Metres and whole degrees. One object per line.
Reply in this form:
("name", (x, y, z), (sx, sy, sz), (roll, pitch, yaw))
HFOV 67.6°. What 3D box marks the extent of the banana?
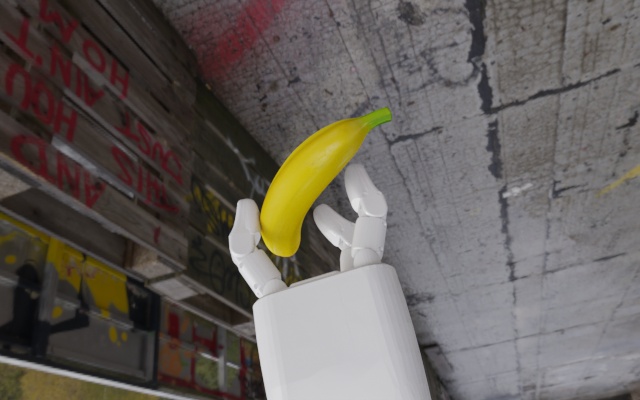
("banana", (-0.014, -0.001, 0.399), (0.069, 0.037, 0.198), (1, -36, -31))
